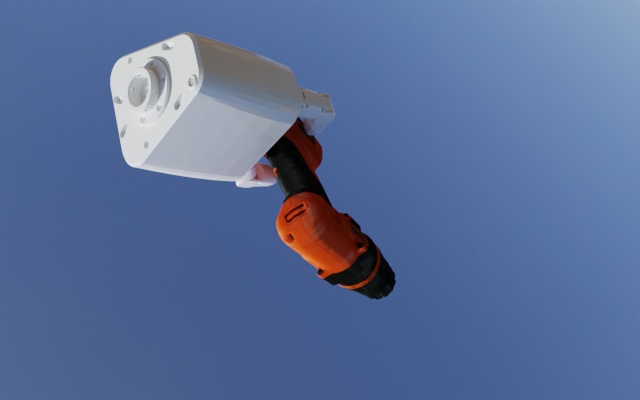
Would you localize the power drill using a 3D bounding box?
[{"bbox_3d":[0.000,0.001,0.473,0.057,0.187,0.184,-35,-38,8],"label":"power drill"}]
